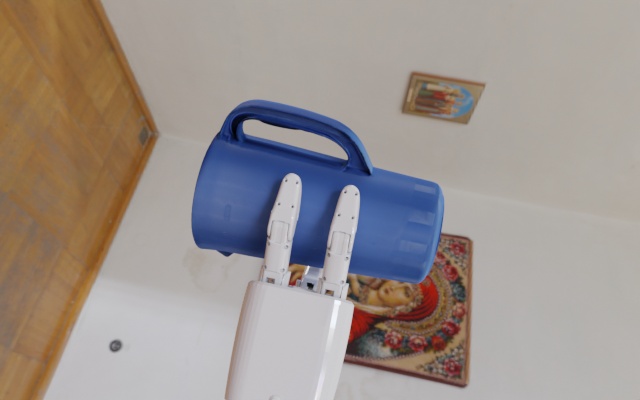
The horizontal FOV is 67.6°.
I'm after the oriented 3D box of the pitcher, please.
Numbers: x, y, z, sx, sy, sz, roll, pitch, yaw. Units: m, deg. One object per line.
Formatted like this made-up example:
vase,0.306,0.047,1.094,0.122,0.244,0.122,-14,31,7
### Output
pitcher,0.000,0.002,0.499,0.243,0.145,0.149,12,-16,5
